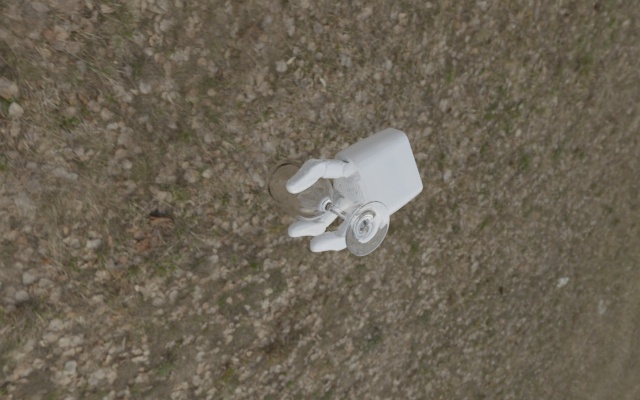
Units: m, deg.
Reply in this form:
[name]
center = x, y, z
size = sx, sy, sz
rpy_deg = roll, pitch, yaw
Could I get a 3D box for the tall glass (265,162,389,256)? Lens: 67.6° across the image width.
[tall glass]
center = 0.000, 0.002, 0.668
size = 0.079, 0.079, 0.201
rpy_deg = 0, 19, -40
